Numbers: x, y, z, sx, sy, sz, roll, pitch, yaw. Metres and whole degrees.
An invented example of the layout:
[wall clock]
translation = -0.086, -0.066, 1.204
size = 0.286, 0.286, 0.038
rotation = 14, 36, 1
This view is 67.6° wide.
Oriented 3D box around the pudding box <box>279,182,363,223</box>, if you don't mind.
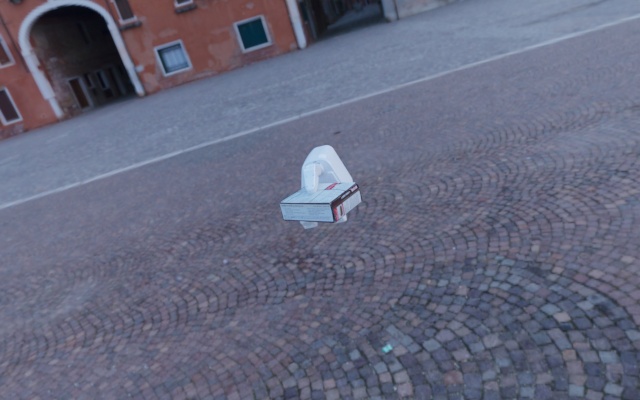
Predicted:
[pudding box]
translation = 0.000, 0.002, 0.811
size = 0.113, 0.039, 0.090
rotation = -1, 24, 38
